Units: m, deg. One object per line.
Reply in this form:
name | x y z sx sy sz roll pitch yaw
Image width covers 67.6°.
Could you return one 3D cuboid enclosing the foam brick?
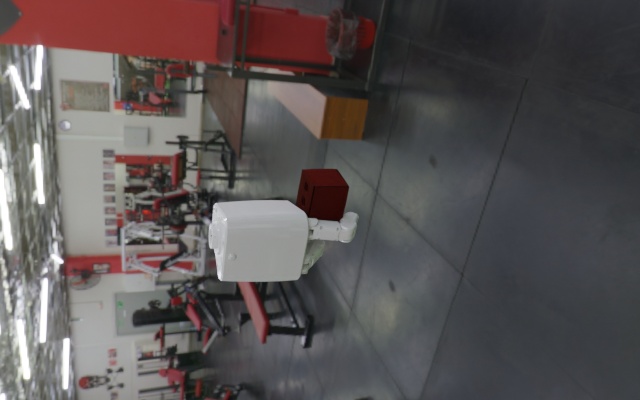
foam brick | 0.000 0.002 0.645 0.051 0.078 0.053 1 28 -21
